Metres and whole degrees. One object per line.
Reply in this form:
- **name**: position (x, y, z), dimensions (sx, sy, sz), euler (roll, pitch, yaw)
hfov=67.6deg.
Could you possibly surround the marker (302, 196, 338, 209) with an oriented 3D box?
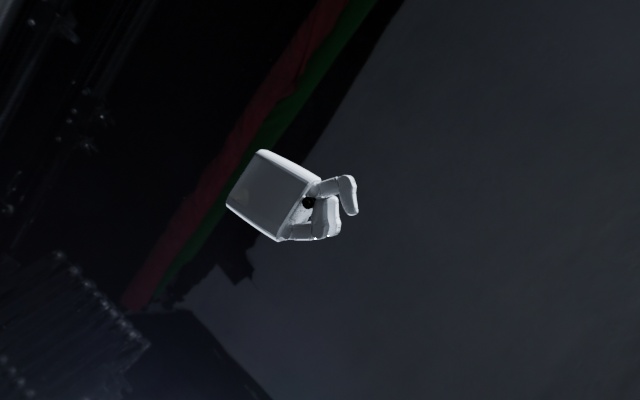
- **marker**: position (0.000, 0.002, 0.746), dimensions (0.020, 0.020, 0.121), euler (0, 1, 20)
